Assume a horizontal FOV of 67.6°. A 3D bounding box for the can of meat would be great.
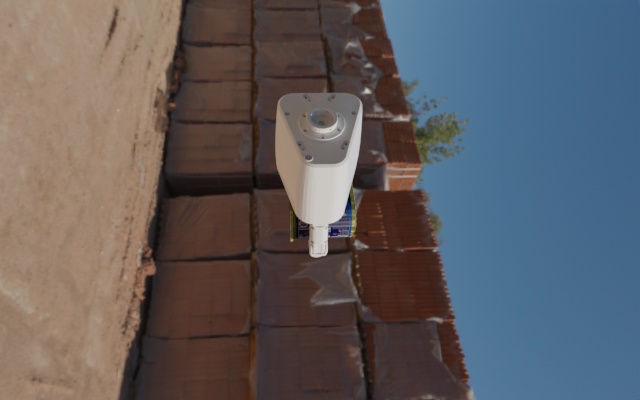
[{"bbox_3d":[0.000,0.002,0.636,0.084,0.102,0.057,-2,-38,-4],"label":"can of meat"}]
